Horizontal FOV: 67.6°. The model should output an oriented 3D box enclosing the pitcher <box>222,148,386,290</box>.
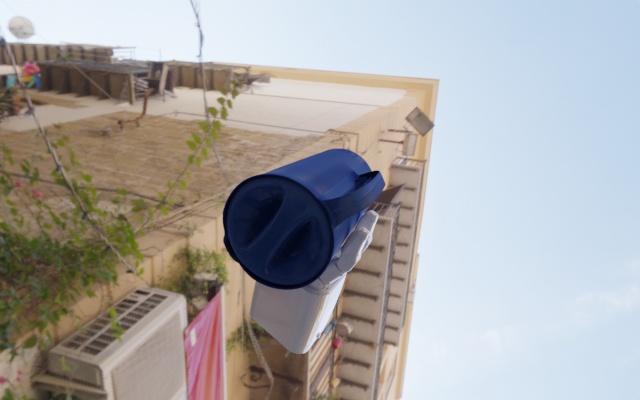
[{"bbox_3d":[0.000,0.002,0.613,0.149,0.145,0.242,24,23,13],"label":"pitcher"}]
